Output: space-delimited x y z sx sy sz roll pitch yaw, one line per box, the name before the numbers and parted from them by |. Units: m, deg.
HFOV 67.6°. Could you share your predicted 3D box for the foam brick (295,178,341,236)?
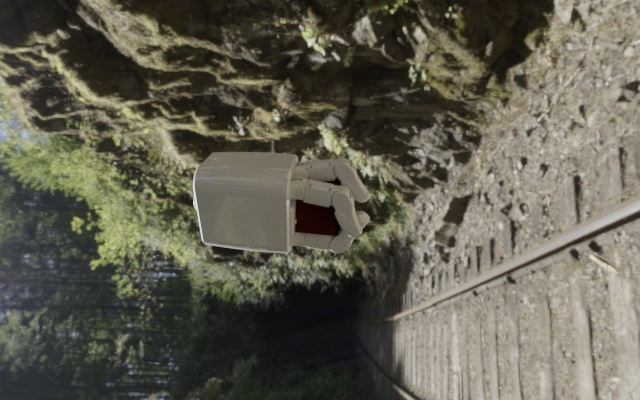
foam brick | 0.000 0.002 0.581 0.051 0.053 0.078 5 21 2
